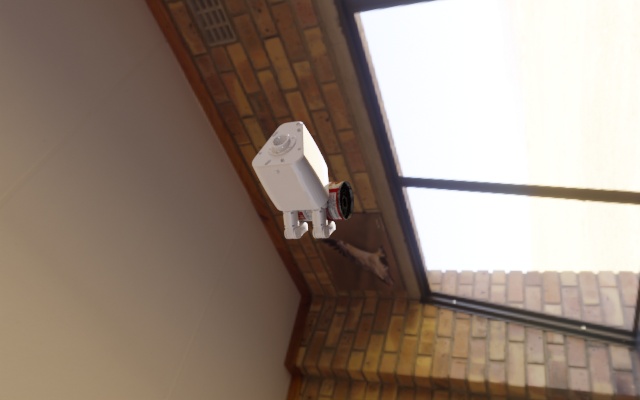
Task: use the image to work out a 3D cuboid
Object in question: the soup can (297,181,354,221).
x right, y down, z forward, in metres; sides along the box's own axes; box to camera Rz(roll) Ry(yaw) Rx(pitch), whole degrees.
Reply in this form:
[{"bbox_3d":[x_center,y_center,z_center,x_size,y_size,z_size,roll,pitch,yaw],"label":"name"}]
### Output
[{"bbox_3d":[0.000,0.003,0.846,0.102,0.068,0.068,-3,-1,25],"label":"soup can"}]
